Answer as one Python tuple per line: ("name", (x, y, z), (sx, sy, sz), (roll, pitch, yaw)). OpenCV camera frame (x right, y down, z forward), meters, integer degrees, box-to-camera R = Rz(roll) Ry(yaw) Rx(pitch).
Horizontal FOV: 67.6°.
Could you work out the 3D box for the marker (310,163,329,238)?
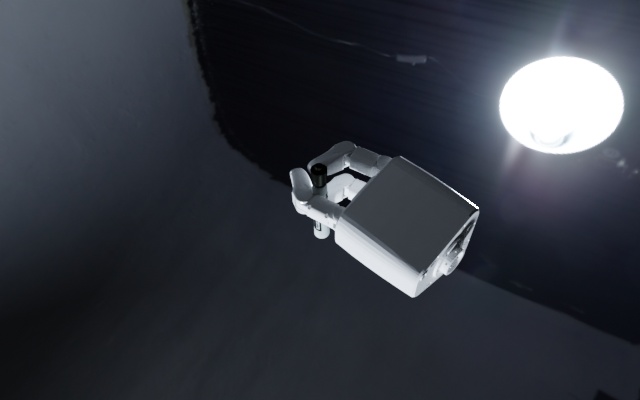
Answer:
("marker", (0.000, 0.002, 0.553), (0.020, 0.020, 0.121), (0, -40, 2))
